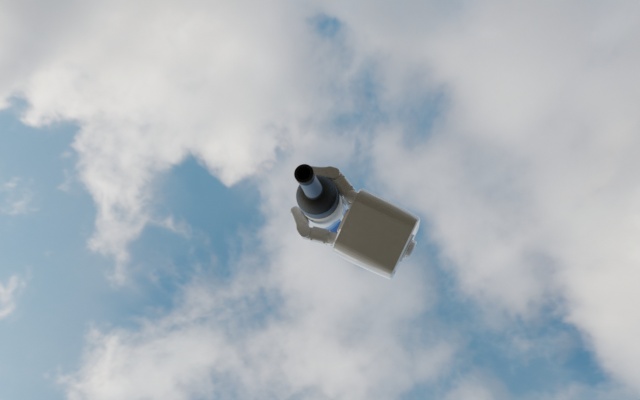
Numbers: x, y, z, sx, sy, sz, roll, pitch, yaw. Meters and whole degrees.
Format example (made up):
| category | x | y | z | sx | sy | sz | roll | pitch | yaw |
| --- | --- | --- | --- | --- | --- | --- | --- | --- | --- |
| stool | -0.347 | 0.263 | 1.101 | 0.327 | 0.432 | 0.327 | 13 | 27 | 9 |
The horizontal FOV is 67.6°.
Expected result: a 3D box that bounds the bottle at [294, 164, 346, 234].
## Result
| category | x | y | z | sx | sy | sz | roll | pitch | yaw |
| --- | --- | --- | --- | --- | --- | --- | --- | --- | --- |
| bottle | 0.000 | 0.003 | 0.786 | 0.069 | 0.069 | 0.296 | 0 | -16 | 9 |
